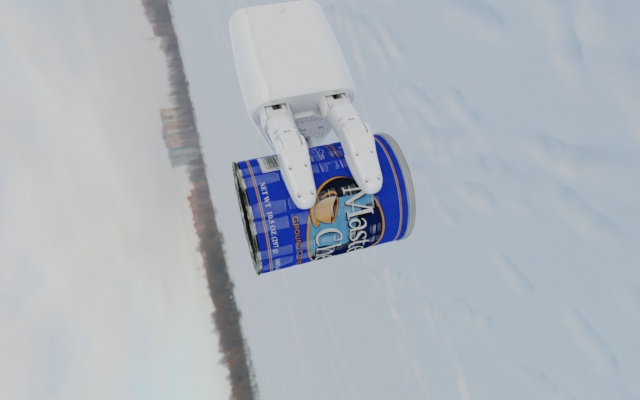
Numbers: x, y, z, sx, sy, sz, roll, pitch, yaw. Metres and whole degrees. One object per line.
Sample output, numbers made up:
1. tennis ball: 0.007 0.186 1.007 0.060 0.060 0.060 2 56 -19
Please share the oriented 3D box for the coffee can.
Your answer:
1. coffee can: 0.000 0.002 0.433 0.140 0.103 0.103 -13 3 -12
